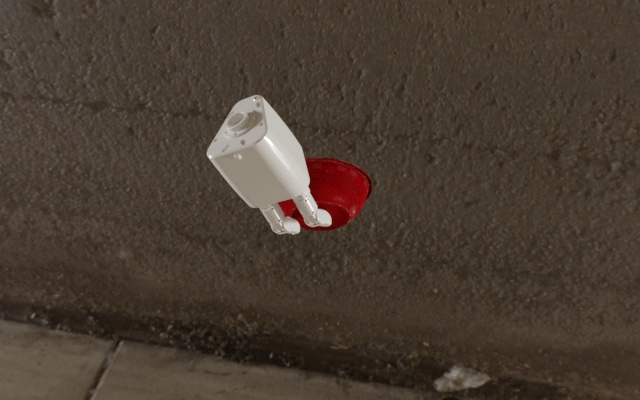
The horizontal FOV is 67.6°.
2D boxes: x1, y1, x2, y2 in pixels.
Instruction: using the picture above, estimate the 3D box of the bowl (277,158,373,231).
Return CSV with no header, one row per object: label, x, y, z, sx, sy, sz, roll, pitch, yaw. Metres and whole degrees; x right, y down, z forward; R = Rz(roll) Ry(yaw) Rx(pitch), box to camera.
bowl,0.001,0.003,0.736,0.162,0.055,0.162,1,-31,0
